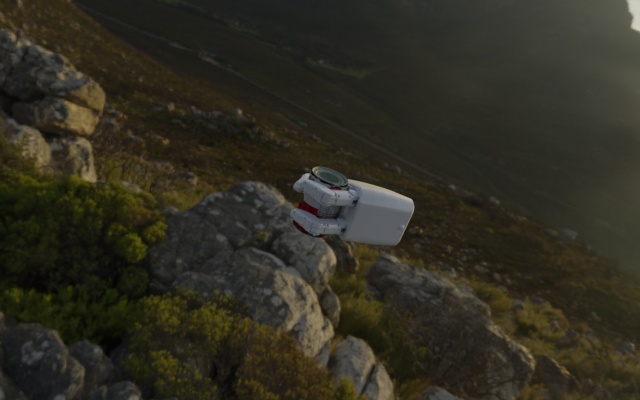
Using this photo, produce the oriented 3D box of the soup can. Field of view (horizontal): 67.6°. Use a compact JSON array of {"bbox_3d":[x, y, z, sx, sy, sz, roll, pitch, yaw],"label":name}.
[{"bbox_3d":[0.000,0.002,0.806,0.068,0.102,0.068,17,24,-8],"label":"soup can"}]
